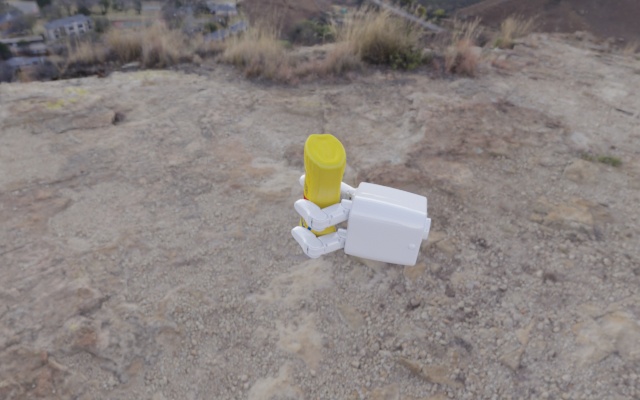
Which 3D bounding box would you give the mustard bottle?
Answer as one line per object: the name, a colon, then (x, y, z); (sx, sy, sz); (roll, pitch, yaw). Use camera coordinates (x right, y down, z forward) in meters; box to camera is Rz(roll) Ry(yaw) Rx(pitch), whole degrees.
mustard bottle: (0.000, 0.002, 0.728); (0.058, 0.192, 0.096); (-3, 37, -11)
